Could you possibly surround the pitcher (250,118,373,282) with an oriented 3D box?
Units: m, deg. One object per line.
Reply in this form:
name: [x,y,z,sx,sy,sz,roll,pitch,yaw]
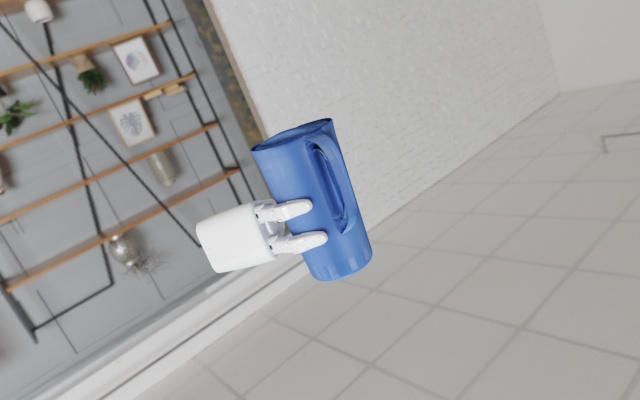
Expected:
pitcher: [0.000,0.002,0.744,0.145,0.243,0.149,-17,16,18]
